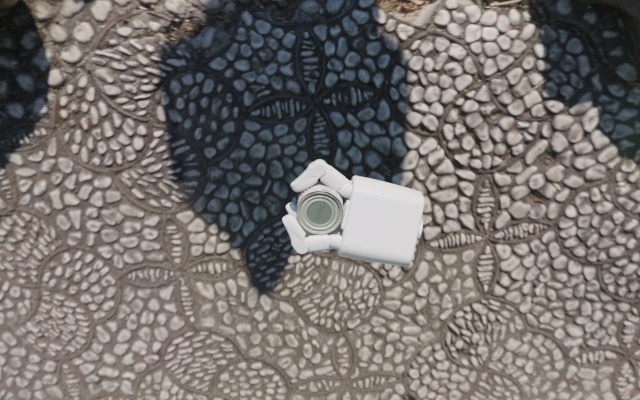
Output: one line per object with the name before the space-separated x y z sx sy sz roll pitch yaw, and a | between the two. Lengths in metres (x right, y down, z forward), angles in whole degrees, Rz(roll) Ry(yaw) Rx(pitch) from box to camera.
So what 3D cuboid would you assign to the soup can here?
soup can | 0.000 0.002 0.713 0.068 0.068 0.102 0 20 1
